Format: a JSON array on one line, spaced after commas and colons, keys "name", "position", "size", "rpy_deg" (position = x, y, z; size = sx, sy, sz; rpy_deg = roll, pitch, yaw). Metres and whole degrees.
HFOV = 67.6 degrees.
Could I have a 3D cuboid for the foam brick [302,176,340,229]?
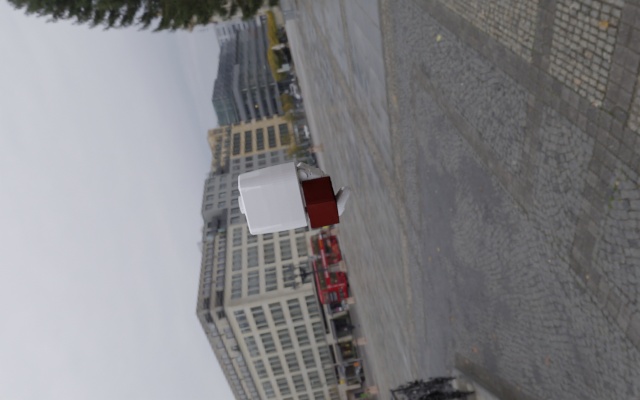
[{"name": "foam brick", "position": [0.000, 0.003, 0.827], "size": [0.051, 0.053, 0.078], "rpy_deg": [-11, 35, -1]}]
